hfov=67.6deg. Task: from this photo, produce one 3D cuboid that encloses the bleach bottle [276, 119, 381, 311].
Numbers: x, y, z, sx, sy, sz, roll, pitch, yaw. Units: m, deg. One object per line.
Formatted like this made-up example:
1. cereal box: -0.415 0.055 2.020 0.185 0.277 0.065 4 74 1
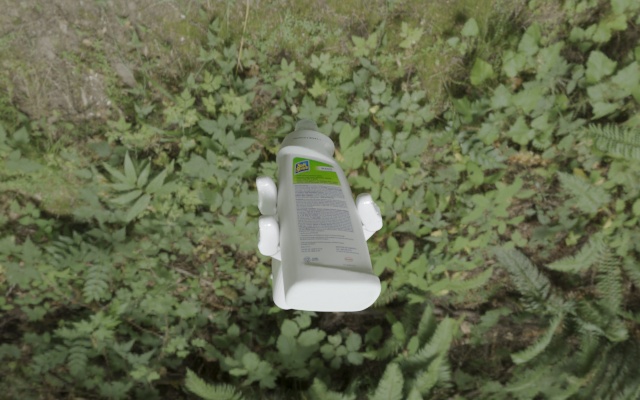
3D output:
1. bleach bottle: 0.000 0.002 0.566 0.102 0.250 0.068 5 -38 -15
